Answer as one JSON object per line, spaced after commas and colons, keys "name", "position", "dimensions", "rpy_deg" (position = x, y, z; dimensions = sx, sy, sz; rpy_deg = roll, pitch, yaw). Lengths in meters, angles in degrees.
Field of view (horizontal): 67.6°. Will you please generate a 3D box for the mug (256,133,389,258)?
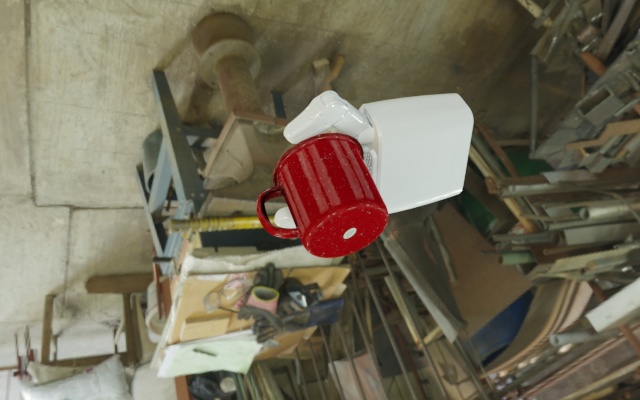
{"name": "mug", "position": [-0.001, 0.002, 0.437], "dimensions": [0.117, 0.081, 0.093], "rpy_deg": [-13, -36, -14]}
